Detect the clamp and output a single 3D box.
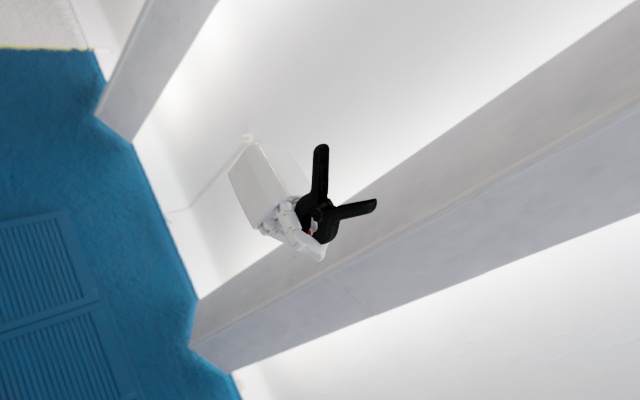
[{"bbox_3d":[0.001,0.002,0.695,0.039,0.120,0.171,-14,-22,-44],"label":"clamp"}]
